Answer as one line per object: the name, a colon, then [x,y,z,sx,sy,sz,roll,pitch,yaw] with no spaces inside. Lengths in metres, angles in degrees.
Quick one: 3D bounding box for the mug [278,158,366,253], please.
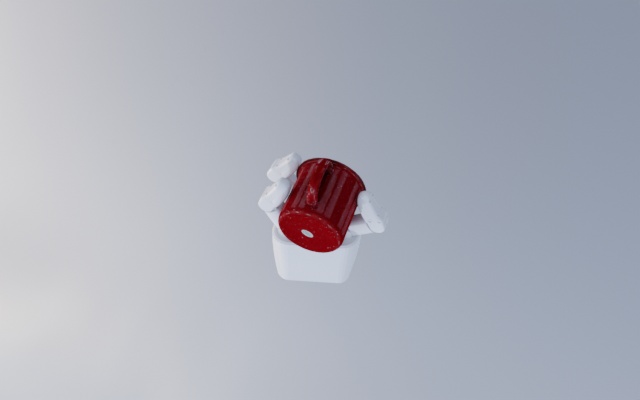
mug: [0.000,0.001,0.567,0.093,0.081,0.117,17,-36,10]
